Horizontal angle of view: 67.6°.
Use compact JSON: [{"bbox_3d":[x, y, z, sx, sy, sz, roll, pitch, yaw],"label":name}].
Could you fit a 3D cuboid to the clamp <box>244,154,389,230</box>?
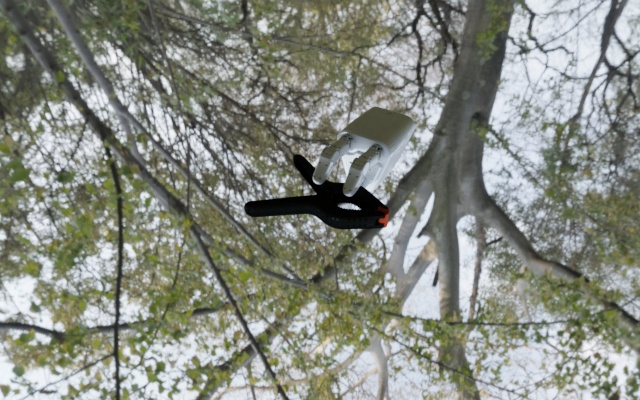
[{"bbox_3d":[0.001,0.003,0.732,0.210,0.036,0.164,23,45,25],"label":"clamp"}]
